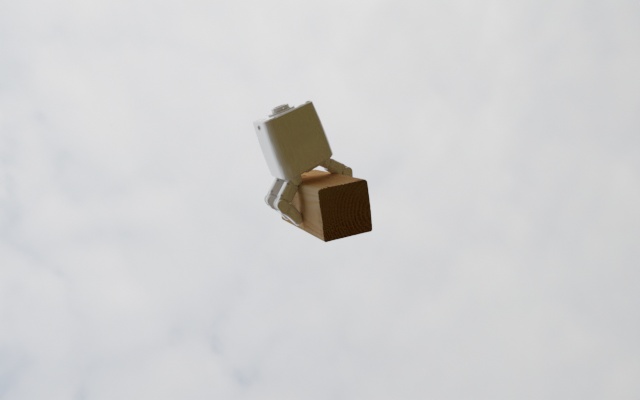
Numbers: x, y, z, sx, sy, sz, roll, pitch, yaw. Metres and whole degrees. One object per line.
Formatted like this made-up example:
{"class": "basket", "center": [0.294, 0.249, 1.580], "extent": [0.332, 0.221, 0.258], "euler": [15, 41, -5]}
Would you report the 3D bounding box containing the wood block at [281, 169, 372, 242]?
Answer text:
{"class": "wood block", "center": [0.000, 0.002, 0.855], "extent": [0.091, 0.090, 0.206], "euler": [-12, 13, -22]}
